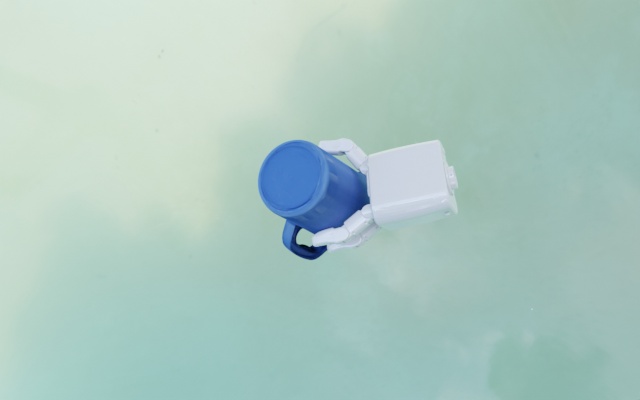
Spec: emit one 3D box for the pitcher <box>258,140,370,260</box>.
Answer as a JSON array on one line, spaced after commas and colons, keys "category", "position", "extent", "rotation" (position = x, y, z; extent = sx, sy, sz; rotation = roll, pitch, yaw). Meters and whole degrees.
[{"category": "pitcher", "position": [0.000, 0.002, 0.738], "extent": [0.145, 0.149, 0.243], "rotation": [-12, -16, 20]}]
